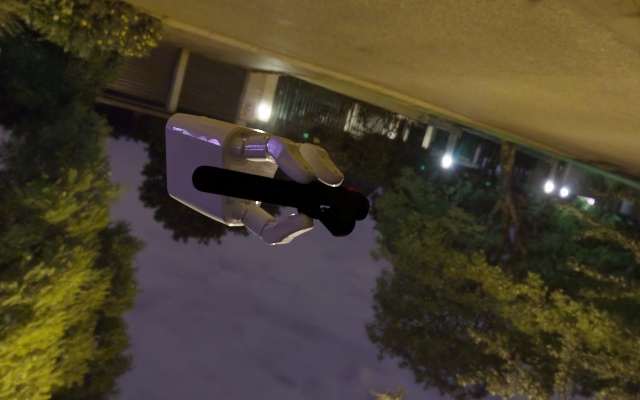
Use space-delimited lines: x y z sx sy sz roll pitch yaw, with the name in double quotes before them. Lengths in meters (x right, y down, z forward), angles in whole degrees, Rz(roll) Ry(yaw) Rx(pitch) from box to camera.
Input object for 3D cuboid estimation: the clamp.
"clamp" 0.000 0.002 0.485 0.164 0.036 0.210 19 8 32
